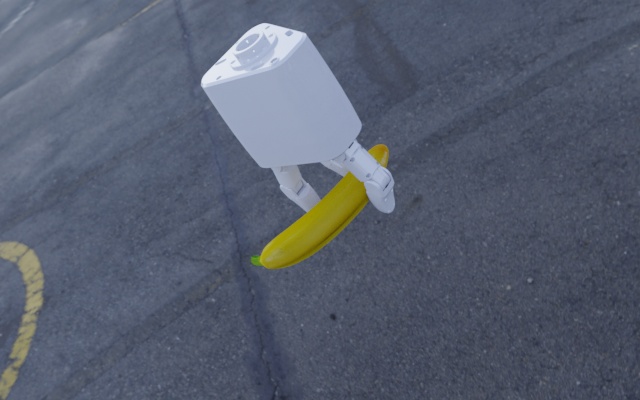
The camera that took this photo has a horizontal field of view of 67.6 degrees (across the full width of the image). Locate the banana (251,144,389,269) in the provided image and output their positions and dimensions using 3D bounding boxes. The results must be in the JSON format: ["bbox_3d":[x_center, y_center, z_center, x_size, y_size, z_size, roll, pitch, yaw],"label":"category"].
[{"bbox_3d":[0.004,0.012,0.503,0.198,0.037,0.069,-40,34,0],"label":"banana"}]
